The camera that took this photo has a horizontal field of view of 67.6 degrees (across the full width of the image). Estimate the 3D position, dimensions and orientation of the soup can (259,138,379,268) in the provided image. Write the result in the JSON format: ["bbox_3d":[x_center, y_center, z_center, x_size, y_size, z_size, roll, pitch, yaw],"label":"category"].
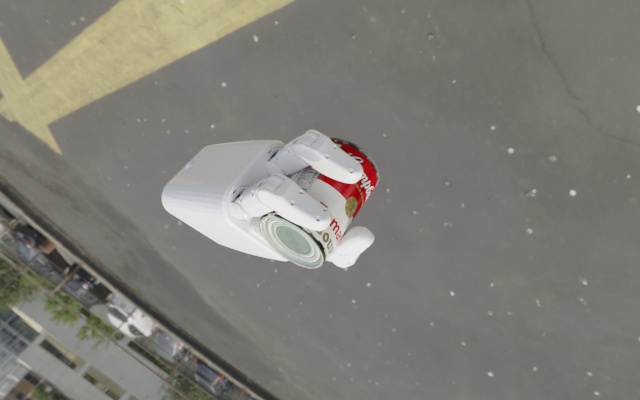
[{"bbox_3d":[0.000,0.002,0.429,0.068,0.068,0.102,0,43,44],"label":"soup can"}]
